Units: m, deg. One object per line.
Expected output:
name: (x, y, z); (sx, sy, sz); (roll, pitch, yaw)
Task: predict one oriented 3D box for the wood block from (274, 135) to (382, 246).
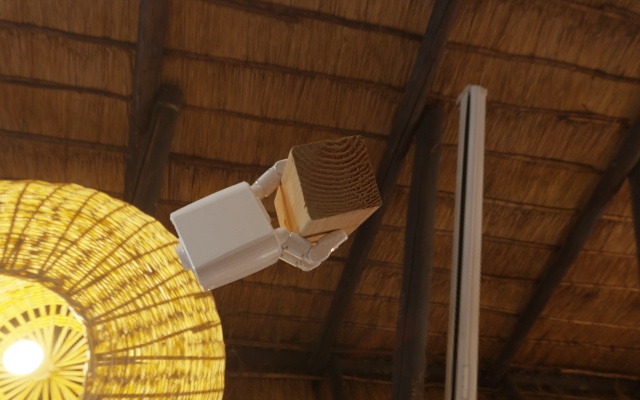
wood block: (0.000, 0.002, 0.634); (0.090, 0.090, 0.206); (-12, -14, -14)
